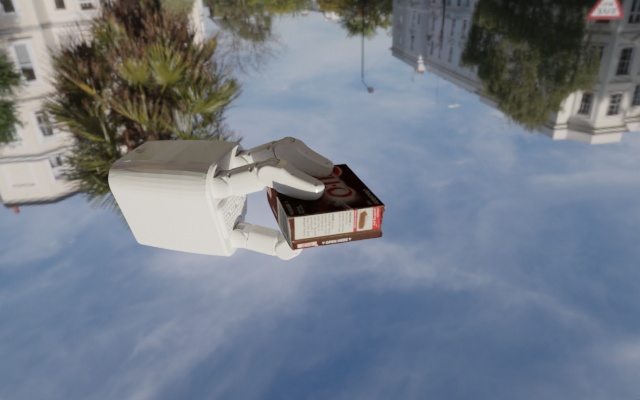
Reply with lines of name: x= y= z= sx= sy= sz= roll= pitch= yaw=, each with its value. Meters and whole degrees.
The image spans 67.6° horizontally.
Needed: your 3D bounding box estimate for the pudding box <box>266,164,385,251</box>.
pudding box: x=0.000 y=0.002 z=0.466 sx=0.090 sy=0.039 sz=0.113 roll=-8 pitch=28 yaw=-14
